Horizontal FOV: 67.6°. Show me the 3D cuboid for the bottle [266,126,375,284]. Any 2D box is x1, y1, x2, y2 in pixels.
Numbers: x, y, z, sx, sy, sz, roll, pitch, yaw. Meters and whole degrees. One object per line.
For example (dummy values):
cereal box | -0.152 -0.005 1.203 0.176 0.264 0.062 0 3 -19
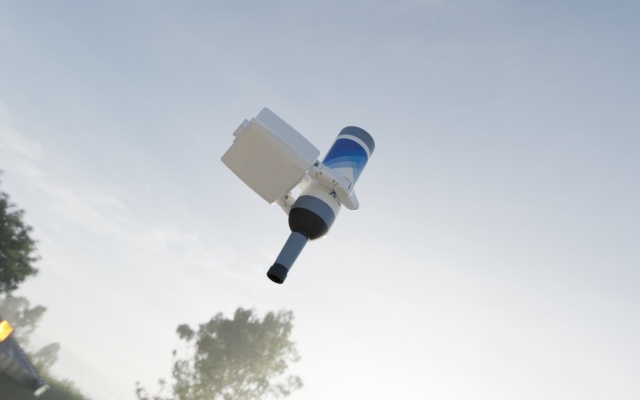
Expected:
bottle | 0.000 0.002 0.731 0.069 0.295 0.069 20 -36 15
